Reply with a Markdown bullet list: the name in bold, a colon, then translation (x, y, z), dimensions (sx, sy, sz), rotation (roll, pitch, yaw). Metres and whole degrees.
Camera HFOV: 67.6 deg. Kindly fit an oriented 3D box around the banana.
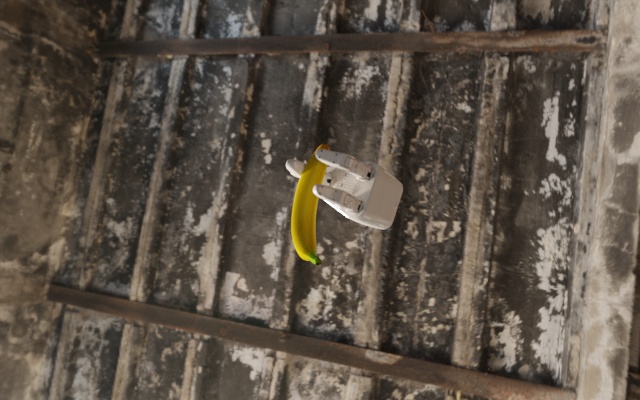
- **banana**: translation (-0.014, 0.010, 0.734), dimensions (0.069, 0.197, 0.037), rotation (-16, -29, 38)
